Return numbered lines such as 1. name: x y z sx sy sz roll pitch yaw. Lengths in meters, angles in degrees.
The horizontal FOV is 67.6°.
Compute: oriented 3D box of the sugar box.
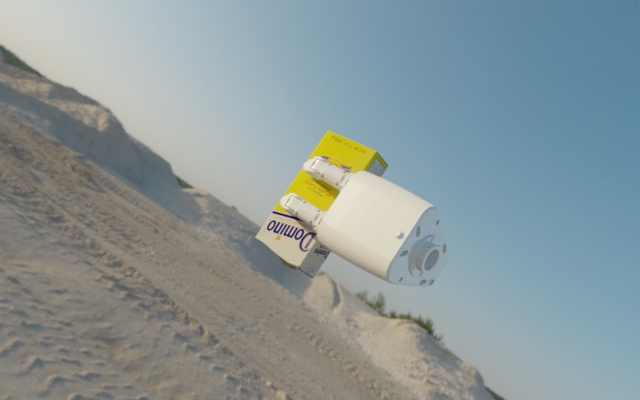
1. sugar box: 0.000 0.002 0.622 0.093 0.176 0.048 29 -9 40
